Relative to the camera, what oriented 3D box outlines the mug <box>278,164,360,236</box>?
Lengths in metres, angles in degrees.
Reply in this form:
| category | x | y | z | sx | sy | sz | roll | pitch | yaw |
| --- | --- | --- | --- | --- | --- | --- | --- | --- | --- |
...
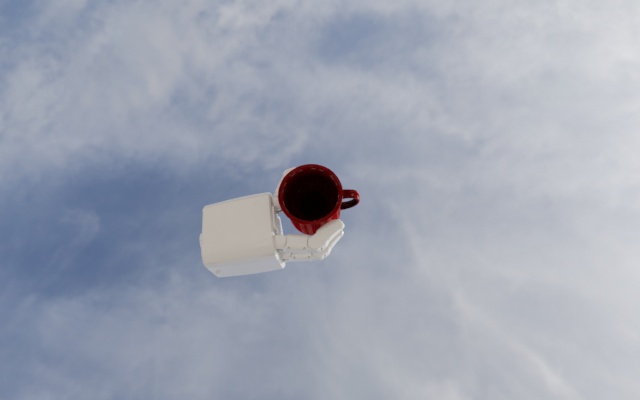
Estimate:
| category | x | y | z | sx | sy | sz | roll | pitch | yaw |
| --- | --- | --- | --- | --- | --- | --- | --- | --- | --- |
| mug | 0.002 | 0.002 | 0.713 | 0.117 | 0.093 | 0.081 | -8 | -21 | 1 |
